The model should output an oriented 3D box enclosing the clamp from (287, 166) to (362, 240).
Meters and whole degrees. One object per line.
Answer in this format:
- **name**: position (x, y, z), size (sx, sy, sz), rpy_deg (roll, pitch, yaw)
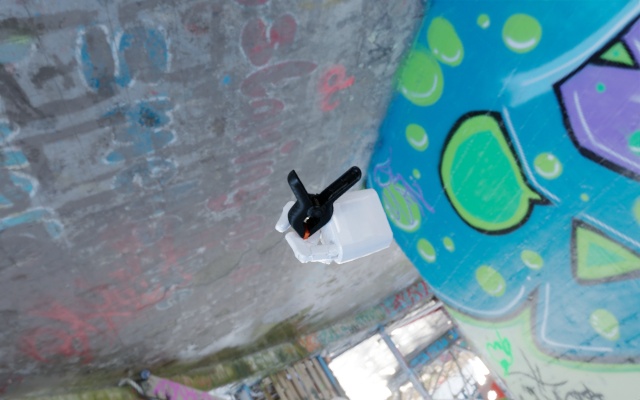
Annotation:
- **clamp**: position (0.000, 0.003, 0.779), size (0.120, 0.039, 0.172), rpy_deg (-5, -34, -12)
